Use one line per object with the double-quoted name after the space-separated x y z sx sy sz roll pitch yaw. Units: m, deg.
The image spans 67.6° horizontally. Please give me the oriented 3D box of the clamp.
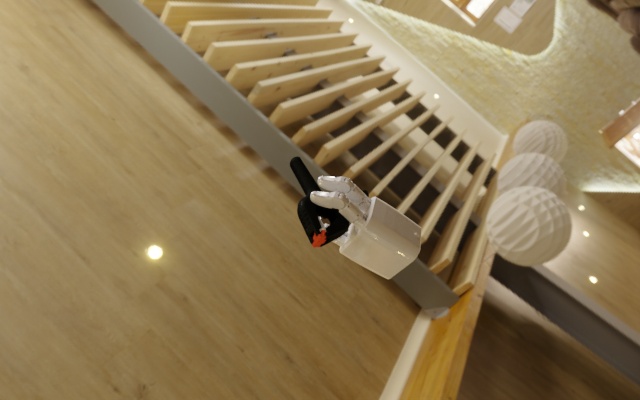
0.000 0.004 0.837 0.164 0.036 0.210 29 33 -4 "clamp"
